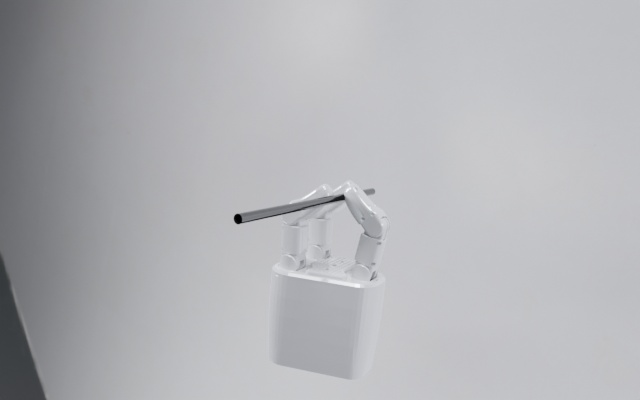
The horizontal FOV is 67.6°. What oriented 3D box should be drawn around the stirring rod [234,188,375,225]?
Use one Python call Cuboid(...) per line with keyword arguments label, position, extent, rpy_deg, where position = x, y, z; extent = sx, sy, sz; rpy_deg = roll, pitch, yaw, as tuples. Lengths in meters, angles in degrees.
Cuboid(label="stirring rod", position=(0.000, 0.002, 0.448), extent=(0.011, 0.011, 0.239), rpy_deg=(0, 6, 30))
